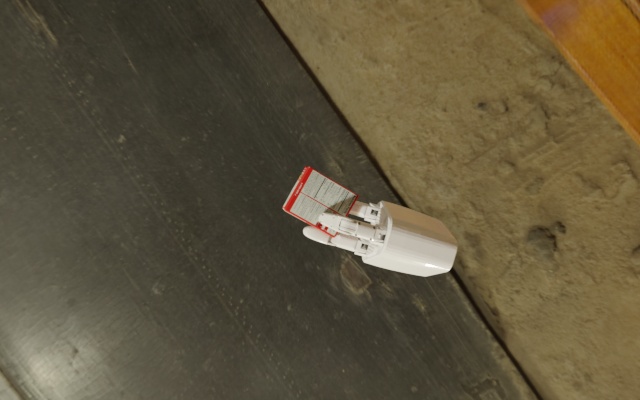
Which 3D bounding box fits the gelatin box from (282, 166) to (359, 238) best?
[{"bbox_3d":[0.000,0.002,0.700,0.089,0.073,0.030,30,-1,-13],"label":"gelatin box"}]
